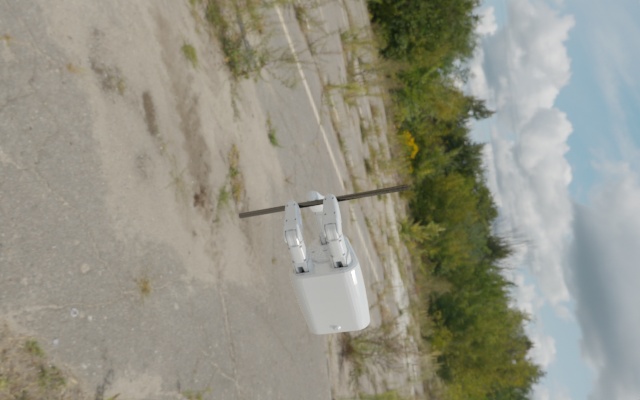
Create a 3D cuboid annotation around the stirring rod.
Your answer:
[{"bbox_3d":[0.000,0.002,0.659,0.239,0.011,0.011,-10,-2,13],"label":"stirring rod"}]
